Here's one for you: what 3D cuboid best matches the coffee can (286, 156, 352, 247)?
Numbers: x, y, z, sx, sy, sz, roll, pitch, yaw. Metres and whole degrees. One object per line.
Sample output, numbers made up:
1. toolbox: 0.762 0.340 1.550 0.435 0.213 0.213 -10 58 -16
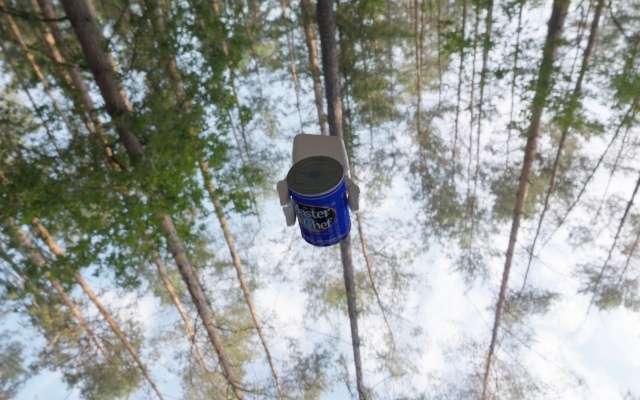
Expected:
1. coffee can: 0.000 0.003 0.888 0.103 0.140 0.102 -6 43 6
